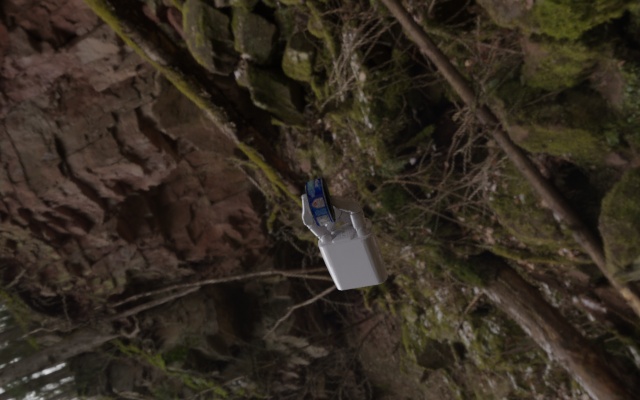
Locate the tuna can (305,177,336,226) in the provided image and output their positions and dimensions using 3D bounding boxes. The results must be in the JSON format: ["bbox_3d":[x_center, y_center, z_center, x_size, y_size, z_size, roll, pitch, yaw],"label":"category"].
[{"bbox_3d":[0.000,0.003,0.870,0.034,0.086,0.086,-16,-2,7],"label":"tuna can"}]
